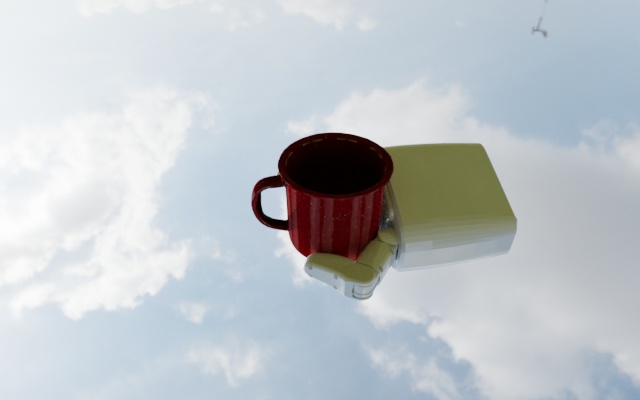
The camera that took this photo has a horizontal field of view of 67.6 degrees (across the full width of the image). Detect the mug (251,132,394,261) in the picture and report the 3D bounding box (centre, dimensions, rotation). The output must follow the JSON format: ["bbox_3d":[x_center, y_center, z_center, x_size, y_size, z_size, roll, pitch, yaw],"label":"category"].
[{"bbox_3d":[-0.001,0.002,0.407,0.117,0.082,0.093,-5,40,-7],"label":"mug"}]
